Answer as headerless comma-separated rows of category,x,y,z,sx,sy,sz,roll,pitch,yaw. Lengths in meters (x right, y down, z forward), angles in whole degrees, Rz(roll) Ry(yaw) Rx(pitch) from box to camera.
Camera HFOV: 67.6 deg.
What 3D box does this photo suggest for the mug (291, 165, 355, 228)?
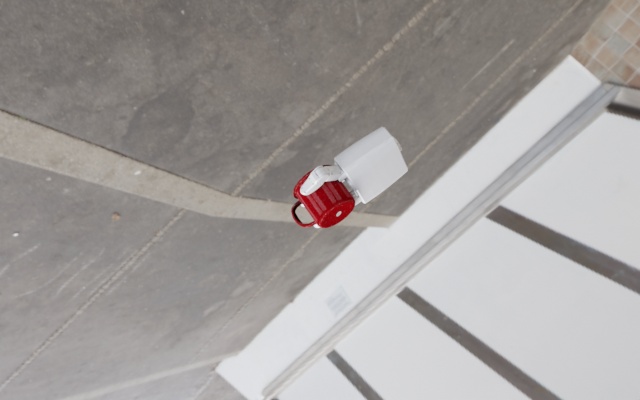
mug,-0.001,0.004,0.868,0.117,0.081,0.093,-36,-24,2
